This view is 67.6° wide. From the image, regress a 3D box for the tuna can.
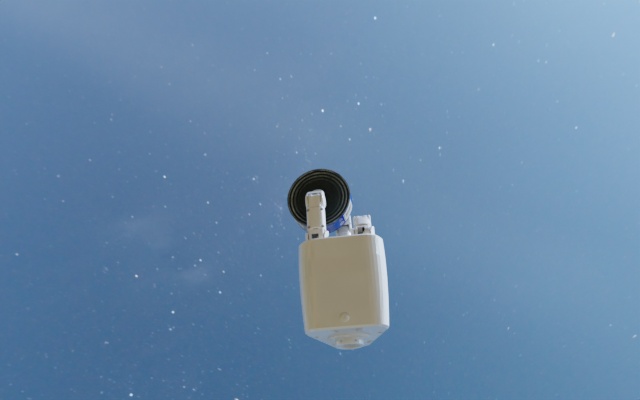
[{"bbox_3d":[0.000,0.002,0.651,0.086,0.086,0.034,0,-25,12],"label":"tuna can"}]
